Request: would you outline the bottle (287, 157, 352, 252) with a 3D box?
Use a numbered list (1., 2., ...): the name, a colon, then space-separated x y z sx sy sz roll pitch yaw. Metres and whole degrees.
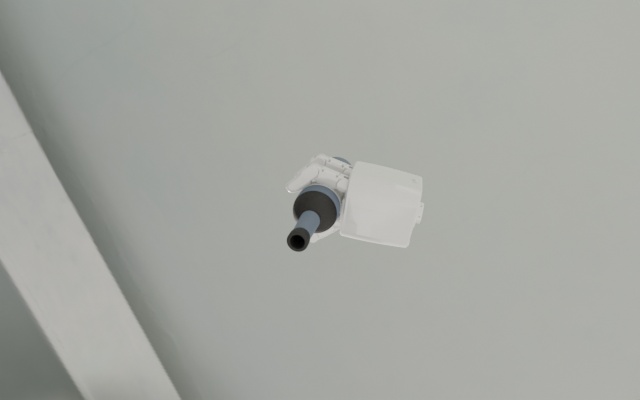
1. bottle: 0.000 0.002 0.721 0.069 0.069 0.295 0 19 12
